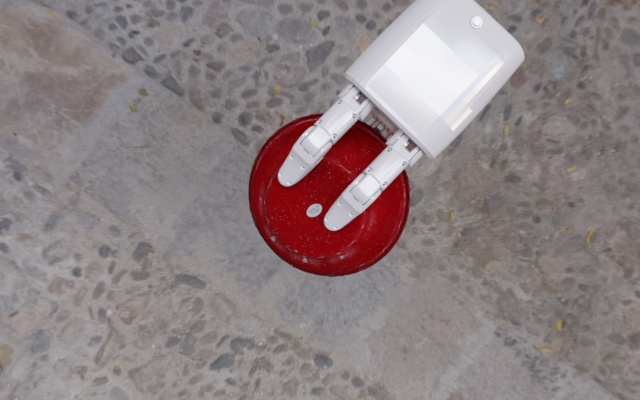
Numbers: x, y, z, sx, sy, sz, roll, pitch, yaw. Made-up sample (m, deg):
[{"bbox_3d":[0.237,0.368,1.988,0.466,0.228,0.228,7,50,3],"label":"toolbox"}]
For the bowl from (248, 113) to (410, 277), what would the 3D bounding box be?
[{"bbox_3d":[-0.001,0.003,0.441,0.162,0.162,0.055,0,11,13],"label":"bowl"}]
